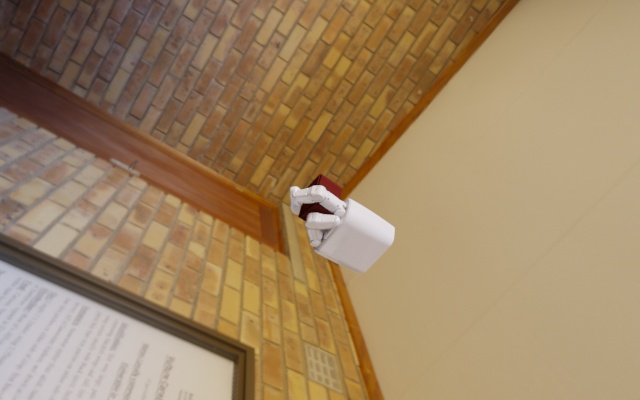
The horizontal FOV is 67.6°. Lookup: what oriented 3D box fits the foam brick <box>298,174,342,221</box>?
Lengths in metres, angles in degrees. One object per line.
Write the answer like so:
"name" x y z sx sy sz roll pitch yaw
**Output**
"foam brick" 0.000 0.003 0.873 0.051 0.078 0.053 30 -45 -17
